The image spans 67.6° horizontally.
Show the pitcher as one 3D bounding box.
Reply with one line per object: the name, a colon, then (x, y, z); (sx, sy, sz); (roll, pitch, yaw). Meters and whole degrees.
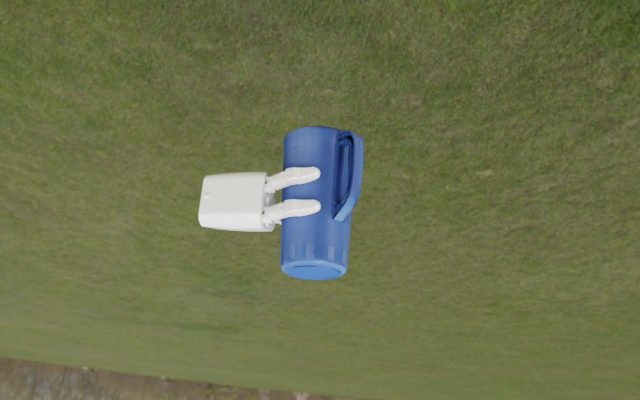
pitcher: (0.000, 0.003, 0.806); (0.145, 0.242, 0.149); (0, -22, 6)
